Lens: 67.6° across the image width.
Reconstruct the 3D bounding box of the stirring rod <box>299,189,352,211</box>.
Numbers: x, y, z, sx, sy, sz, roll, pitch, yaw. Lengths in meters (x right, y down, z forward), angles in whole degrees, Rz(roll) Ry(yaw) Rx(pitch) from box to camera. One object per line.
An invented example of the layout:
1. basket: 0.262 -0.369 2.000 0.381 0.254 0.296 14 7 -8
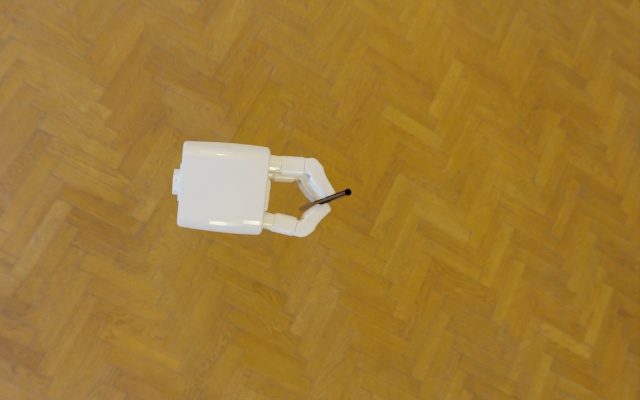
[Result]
1. stirring rod: 0.000 0.002 0.645 0.011 0.011 0.239 0 -5 -15
